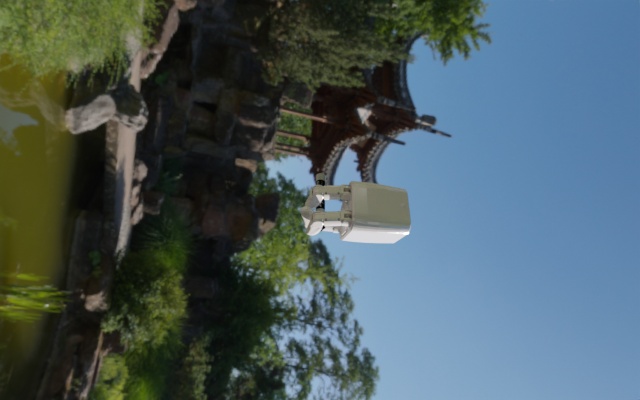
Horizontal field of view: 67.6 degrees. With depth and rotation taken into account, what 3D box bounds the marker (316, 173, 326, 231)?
[{"bbox_3d":[0.000,0.003,0.890,0.020,0.121,0.020,0,-33,0],"label":"marker"}]
